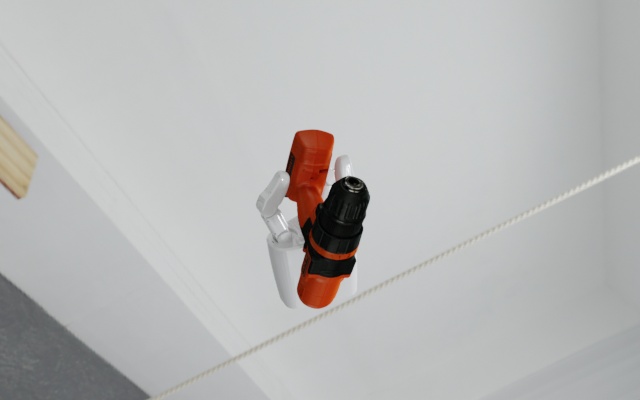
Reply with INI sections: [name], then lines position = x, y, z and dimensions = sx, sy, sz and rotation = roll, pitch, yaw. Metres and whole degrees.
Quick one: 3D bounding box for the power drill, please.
[power drill]
position = 0.000, 0.002, 0.548
dimensions = 0.057, 0.185, 0.187
rotation = 5, 43, -15
